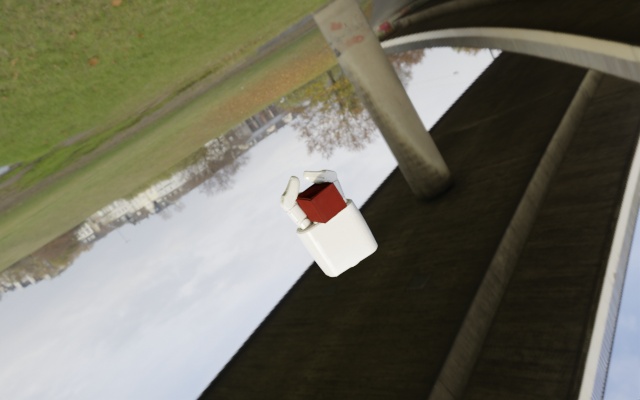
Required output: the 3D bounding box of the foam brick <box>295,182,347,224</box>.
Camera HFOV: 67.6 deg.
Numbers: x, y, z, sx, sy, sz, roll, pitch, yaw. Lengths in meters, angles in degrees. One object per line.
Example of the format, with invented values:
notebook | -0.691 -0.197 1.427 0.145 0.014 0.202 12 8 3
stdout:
foam brick | 0.000 0.003 0.828 0.053 0.051 0.078 -37 16 -17
